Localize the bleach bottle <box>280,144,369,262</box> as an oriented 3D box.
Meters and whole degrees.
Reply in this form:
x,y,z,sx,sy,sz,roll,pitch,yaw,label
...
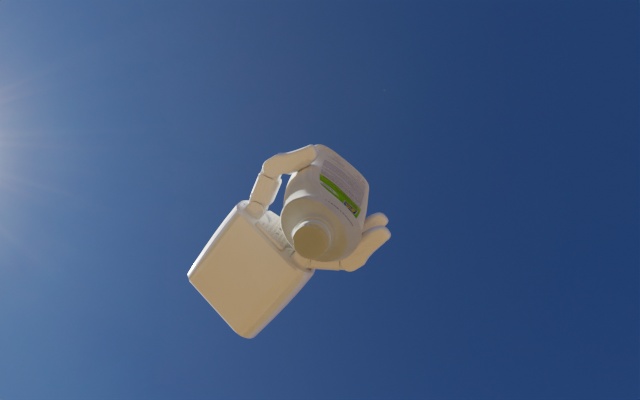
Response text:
x,y,z,sx,sy,sz,roll,pitch,yaw,label
0.000,0.002,0.506,0.102,0.068,0.250,37,14,-2,bleach bottle
